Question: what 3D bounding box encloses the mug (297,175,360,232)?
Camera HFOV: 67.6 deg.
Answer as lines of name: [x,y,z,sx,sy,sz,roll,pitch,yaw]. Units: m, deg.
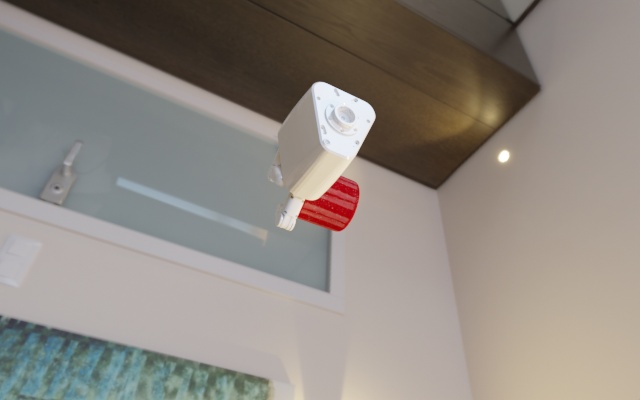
mug: [0.000,0.003,0.720,0.081,0.093,0.117,20,-34,-18]
